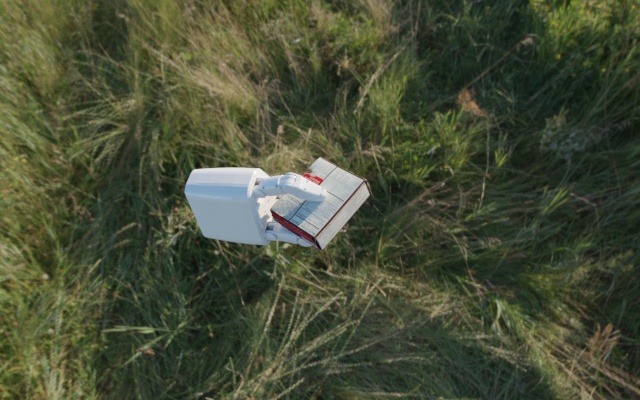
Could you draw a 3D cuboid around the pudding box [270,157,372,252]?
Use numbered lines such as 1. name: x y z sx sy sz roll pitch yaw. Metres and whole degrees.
1. pudding box: 0.000 0.002 0.658 0.090 0.113 0.039 31 -19 33
